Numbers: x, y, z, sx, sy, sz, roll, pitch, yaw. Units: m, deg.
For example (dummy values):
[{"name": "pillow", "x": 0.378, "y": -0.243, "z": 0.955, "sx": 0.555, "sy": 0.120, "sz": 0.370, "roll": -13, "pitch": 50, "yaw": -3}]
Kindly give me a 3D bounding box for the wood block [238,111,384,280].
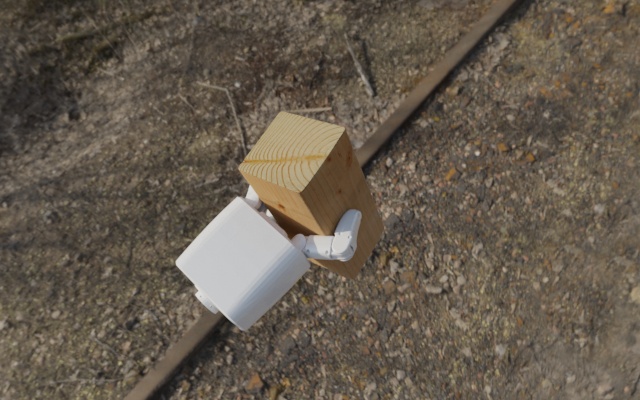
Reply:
[{"name": "wood block", "x": 0.000, "y": 0.002, "z": 0.580, "sx": 0.091, "sy": 0.090, "sz": 0.206, "roll": 21, "pitch": -23, "yaw": 31}]
